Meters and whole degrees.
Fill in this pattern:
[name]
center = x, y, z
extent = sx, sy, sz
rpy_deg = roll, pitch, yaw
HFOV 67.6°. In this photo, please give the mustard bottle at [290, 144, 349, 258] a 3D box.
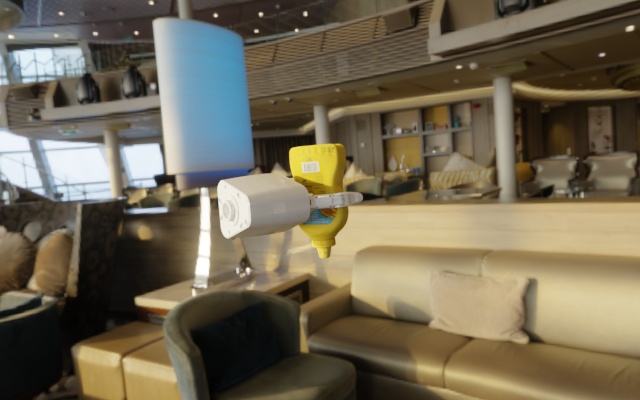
[mustard bottle]
center = 0.000, 0.002, 0.810
extent = 0.096, 0.191, 0.058
rpy_deg = -2, 5, 29
